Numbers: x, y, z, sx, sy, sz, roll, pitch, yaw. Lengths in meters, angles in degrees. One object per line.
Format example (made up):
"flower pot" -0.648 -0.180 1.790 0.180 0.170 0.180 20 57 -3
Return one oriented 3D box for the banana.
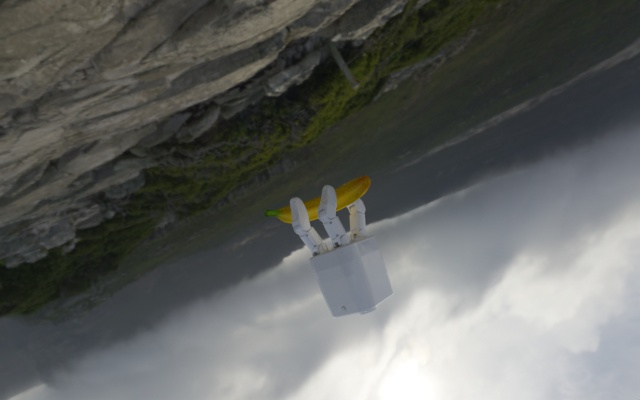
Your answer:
"banana" 0.005 0.005 0.814 0.198 0.037 0.069 -20 -12 22
